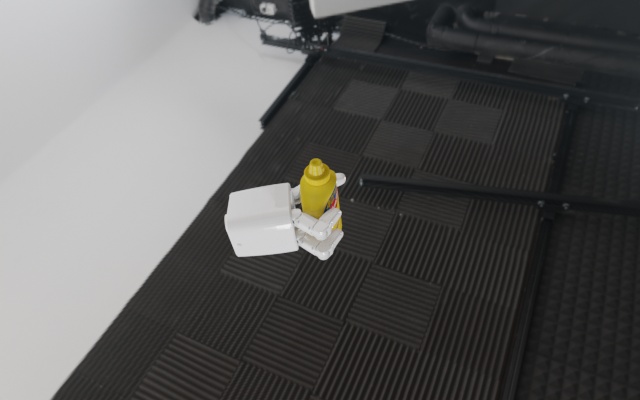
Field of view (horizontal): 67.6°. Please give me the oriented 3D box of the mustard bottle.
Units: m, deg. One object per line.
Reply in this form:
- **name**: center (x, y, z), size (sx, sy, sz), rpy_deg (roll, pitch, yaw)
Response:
- **mustard bottle**: center (0.000, 0.003, 0.806), size (0.058, 0.096, 0.192), rpy_deg (11, -38, 16)
